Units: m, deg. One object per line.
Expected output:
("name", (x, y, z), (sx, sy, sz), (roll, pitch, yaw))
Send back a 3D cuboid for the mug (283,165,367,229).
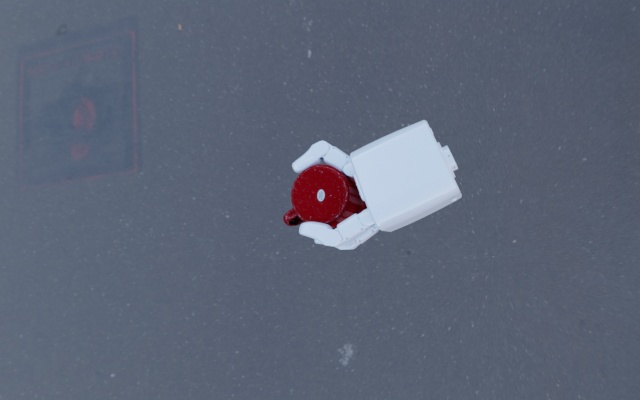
("mug", (-0.001, 0.003, 0.656), (0.117, 0.093, 0.081), (-27, -14, 14))
